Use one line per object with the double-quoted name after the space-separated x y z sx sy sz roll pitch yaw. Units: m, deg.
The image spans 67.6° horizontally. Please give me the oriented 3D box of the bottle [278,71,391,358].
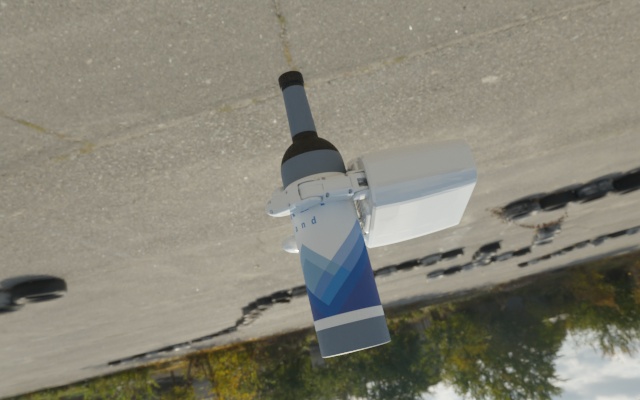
0.000 0.002 0.485 0.069 0.295 0.069 -13 -16 -4 "bottle"
